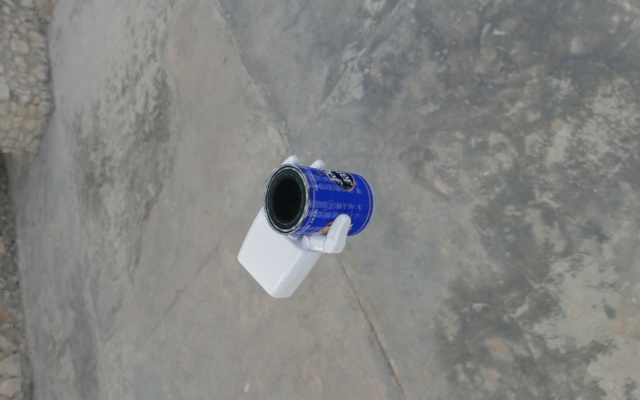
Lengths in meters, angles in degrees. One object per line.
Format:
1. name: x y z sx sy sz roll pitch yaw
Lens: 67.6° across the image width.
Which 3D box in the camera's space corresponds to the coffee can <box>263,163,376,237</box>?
1. coffee can: 0.000 0.002 0.721 0.140 0.103 0.103 5 -3 -43
